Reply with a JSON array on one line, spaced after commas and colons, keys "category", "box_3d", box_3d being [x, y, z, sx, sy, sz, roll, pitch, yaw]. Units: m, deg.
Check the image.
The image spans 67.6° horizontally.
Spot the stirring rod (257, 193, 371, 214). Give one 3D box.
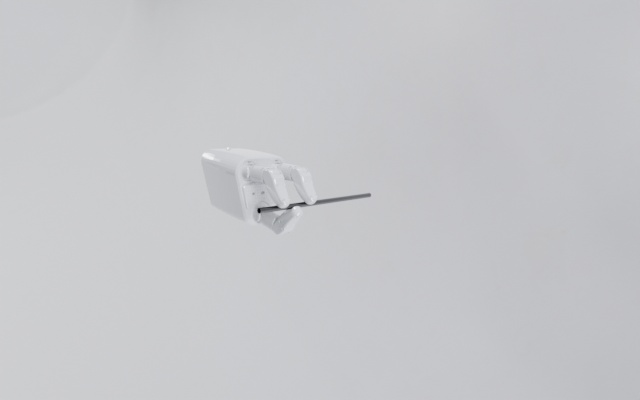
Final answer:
[{"category": "stirring rod", "box_3d": [0.000, 0.002, 0.735, 0.011, 0.011, 0.239, 0, 6, 44]}]
